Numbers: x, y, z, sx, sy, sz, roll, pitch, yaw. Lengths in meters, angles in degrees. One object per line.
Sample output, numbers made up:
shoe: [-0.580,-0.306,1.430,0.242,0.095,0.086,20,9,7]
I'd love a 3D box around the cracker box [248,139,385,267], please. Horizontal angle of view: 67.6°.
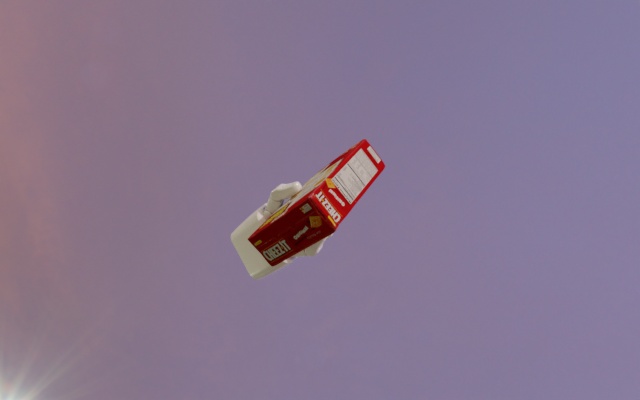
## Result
cracker box: [0.000,0.002,0.799,0.164,0.072,0.213,-34,9,40]
